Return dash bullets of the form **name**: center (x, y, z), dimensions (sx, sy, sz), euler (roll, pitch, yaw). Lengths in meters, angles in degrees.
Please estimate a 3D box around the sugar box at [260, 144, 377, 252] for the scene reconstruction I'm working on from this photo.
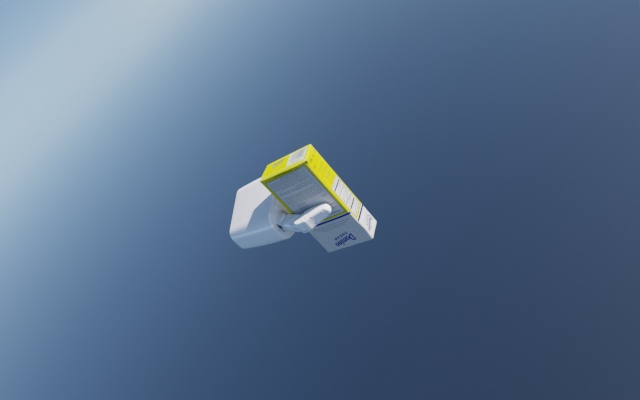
- **sugar box**: center (0.000, 0.002, 0.740), dimensions (0.093, 0.048, 0.176), euler (-21, -54, 35)
